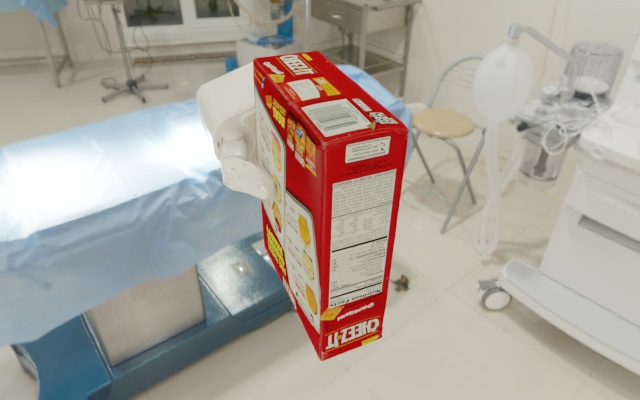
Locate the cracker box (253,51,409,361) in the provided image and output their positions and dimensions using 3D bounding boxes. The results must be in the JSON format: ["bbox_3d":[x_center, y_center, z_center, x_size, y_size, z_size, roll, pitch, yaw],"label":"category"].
[{"bbox_3d":[0.000,0.001,0.416,0.072,0.214,0.164,-13,38,-18],"label":"cracker box"}]
